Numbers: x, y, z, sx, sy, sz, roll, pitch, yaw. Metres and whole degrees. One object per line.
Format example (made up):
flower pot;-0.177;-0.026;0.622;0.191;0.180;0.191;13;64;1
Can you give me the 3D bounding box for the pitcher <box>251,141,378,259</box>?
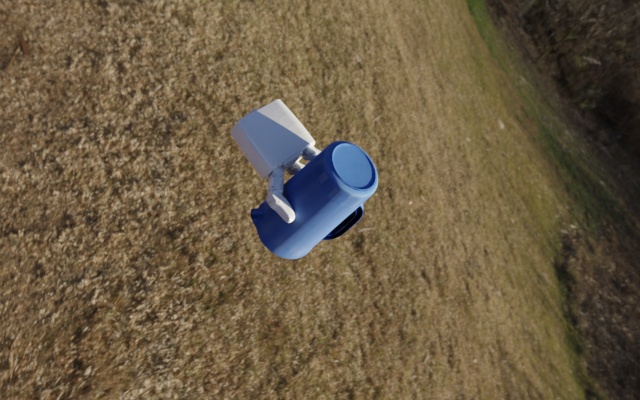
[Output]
pitcher;0.000;0.003;0.860;0.149;0.145;0.243;-33;-5;-44
